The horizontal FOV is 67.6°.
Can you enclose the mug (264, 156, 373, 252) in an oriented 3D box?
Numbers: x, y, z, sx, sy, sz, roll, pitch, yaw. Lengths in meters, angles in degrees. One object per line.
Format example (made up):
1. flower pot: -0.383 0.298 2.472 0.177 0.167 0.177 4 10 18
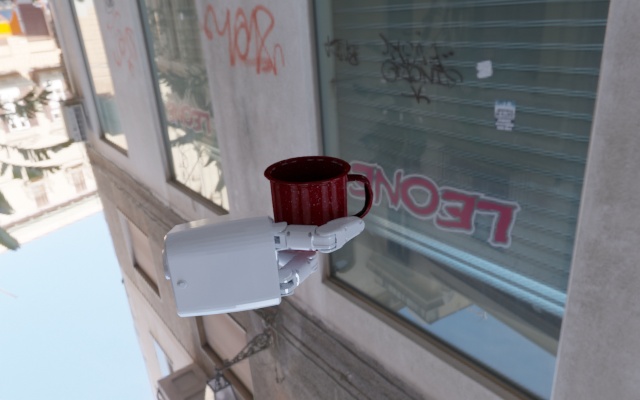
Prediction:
1. mug: 0.002 0.002 0.526 0.117 0.081 0.093 -7 23 -8
